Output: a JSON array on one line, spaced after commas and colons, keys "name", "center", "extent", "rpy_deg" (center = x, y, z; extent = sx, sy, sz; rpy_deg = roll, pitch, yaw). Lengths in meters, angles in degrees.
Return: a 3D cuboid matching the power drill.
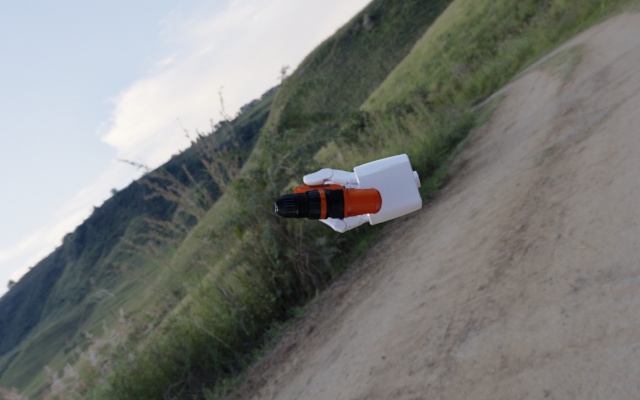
[{"name": "power drill", "center": [0.000, 0.003, 0.872], "extent": [0.184, 0.057, 0.187], "rpy_deg": [-2, 5, -12]}]
